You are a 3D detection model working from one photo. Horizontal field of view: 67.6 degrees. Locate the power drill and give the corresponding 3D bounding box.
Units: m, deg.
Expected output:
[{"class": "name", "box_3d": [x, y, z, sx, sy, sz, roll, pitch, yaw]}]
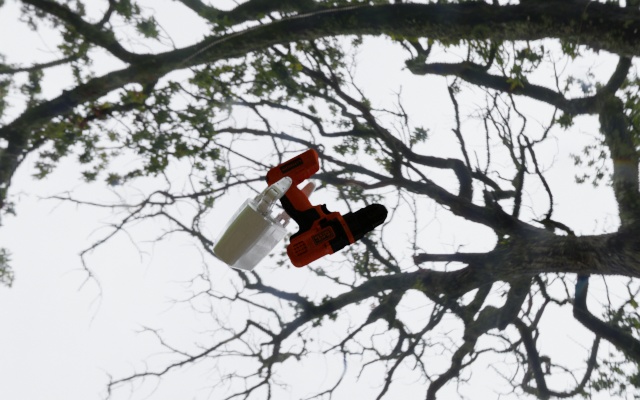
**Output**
[{"class": "power drill", "box_3d": [0.000, 0.003, 0.828, 0.184, 0.187, 0.057, -27, -27, -5]}]
